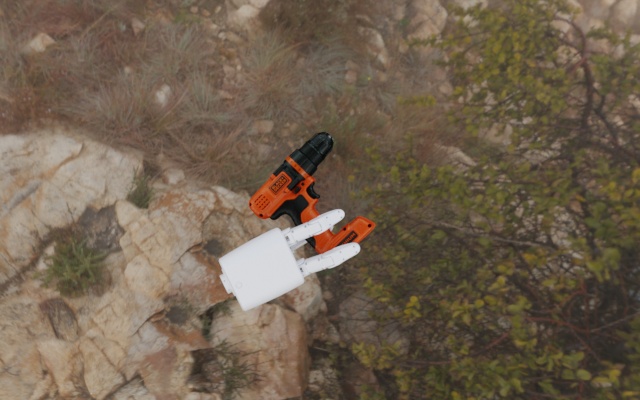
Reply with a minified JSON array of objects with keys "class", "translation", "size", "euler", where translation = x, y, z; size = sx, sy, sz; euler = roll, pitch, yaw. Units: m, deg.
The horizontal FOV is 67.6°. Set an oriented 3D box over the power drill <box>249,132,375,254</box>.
[{"class":"power drill","translation":[0.000,0.003,0.799],"size":[0.187,0.184,0.057],"euler":[45,3,9]}]
